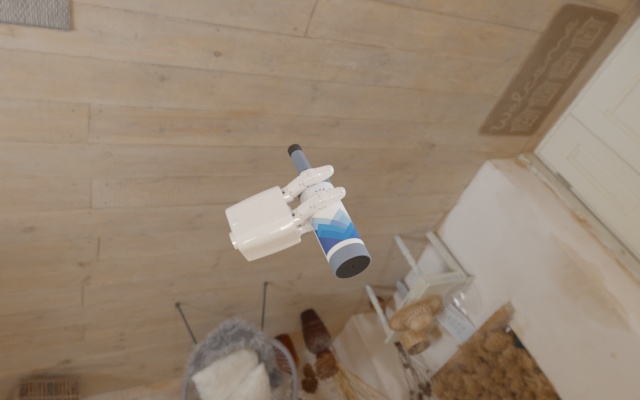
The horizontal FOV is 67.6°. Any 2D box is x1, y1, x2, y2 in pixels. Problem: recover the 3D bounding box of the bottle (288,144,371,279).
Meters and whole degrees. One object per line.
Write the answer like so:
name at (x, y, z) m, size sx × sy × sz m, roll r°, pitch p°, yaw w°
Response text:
bottle at (0.000, 0.003, 0.866) m, size 0.069 × 0.295 × 0.069 m, roll -17°, pitch -37°, yaw -13°
